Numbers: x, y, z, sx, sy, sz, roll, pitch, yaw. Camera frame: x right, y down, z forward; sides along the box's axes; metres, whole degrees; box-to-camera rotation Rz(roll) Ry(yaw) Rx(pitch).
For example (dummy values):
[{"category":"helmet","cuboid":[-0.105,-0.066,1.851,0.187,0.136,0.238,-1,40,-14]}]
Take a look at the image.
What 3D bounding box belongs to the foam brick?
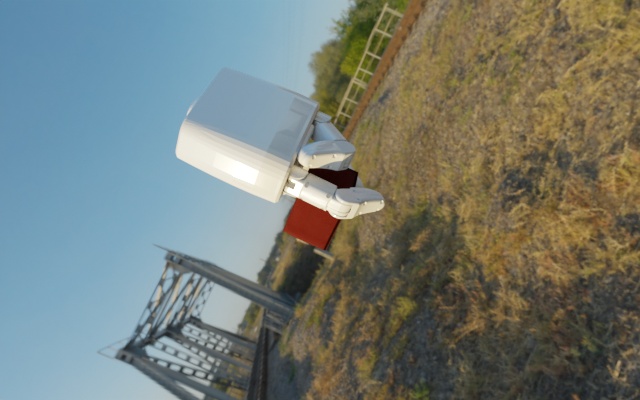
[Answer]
[{"category":"foam brick","cuboid":[0.000,0.002,0.505,0.051,0.078,0.053,22,35,-3]}]
